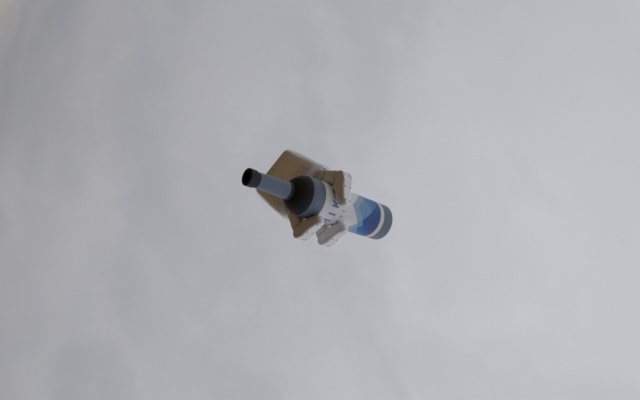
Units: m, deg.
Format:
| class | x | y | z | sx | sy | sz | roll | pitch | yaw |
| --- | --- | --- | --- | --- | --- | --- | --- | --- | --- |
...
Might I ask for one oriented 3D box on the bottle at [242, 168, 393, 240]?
| class | x | y | z | sx | sy | sz | roll | pitch | yaw |
| --- | --- | --- | --- | --- | --- | --- | --- | --- | --- |
| bottle | 0.000 | 0.003 | 0.785 | 0.296 | 0.069 | 0.069 | 19 | -13 | -40 |
